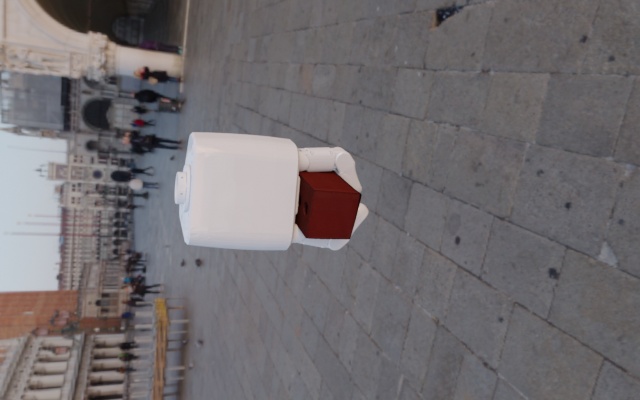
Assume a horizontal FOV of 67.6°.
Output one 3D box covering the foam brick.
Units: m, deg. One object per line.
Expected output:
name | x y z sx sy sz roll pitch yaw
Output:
foam brick | 0.000 0.002 0.503 0.051 0.053 0.078 3 20 -23
